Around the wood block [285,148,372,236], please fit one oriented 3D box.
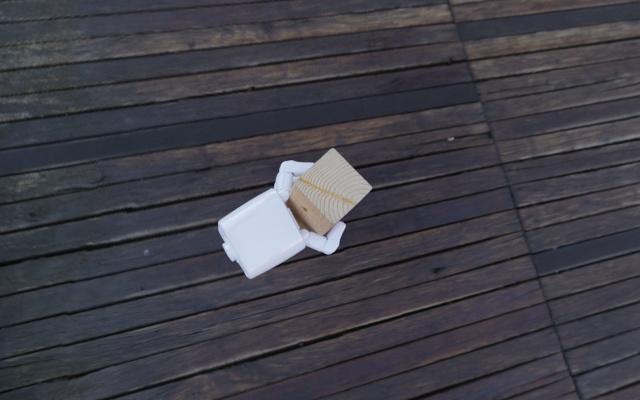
[{"bbox_3d":[0.000,0.003,0.823,0.090,0.091,0.206,-43,-3,-18],"label":"wood block"}]
